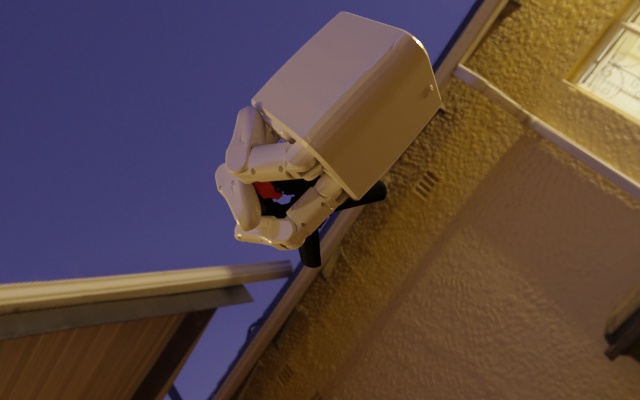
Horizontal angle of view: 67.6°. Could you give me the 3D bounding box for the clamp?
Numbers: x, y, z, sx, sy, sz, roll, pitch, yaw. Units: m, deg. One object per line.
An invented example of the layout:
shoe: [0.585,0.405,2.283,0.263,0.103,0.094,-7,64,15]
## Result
clamp: [0.000,0.001,0.453,0.039,0.120,0.171,42,-1,29]
